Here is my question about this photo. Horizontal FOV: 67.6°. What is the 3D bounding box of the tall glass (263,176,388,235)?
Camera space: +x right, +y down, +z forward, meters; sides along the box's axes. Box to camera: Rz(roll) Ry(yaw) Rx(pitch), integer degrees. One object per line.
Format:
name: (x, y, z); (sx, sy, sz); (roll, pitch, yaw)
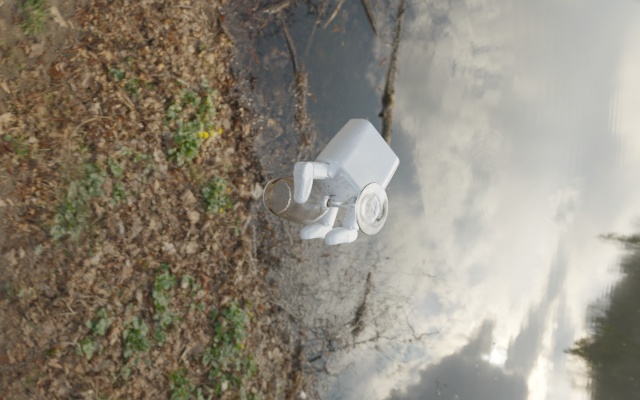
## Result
tall glass: (0.001, 0.003, 0.731); (0.201, 0.079, 0.079); (7, 5, 42)
